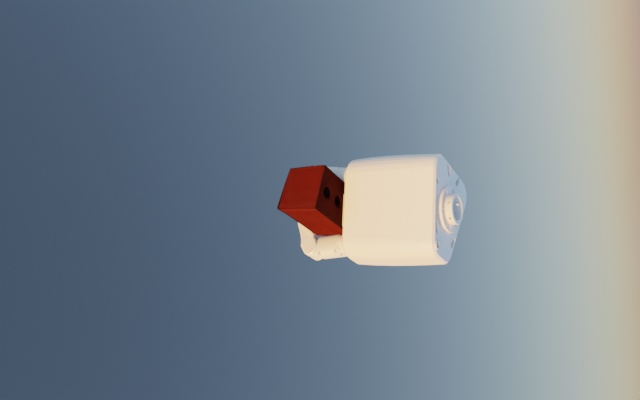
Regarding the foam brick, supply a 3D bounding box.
[{"bbox_3d":[0.000,0.002,0.537,0.051,0.053,0.078,-2,-27,37],"label":"foam brick"}]
